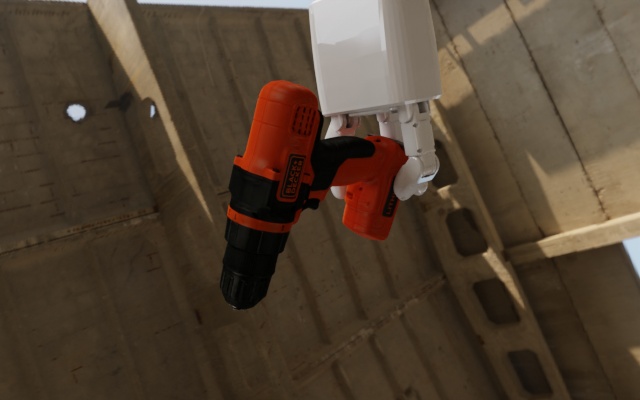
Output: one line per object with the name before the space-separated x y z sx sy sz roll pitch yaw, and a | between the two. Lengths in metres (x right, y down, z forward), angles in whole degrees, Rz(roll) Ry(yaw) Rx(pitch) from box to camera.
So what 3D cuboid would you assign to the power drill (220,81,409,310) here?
power drill | 0.000 0.001 0.426 0.057 0.184 0.187 25 14 36
